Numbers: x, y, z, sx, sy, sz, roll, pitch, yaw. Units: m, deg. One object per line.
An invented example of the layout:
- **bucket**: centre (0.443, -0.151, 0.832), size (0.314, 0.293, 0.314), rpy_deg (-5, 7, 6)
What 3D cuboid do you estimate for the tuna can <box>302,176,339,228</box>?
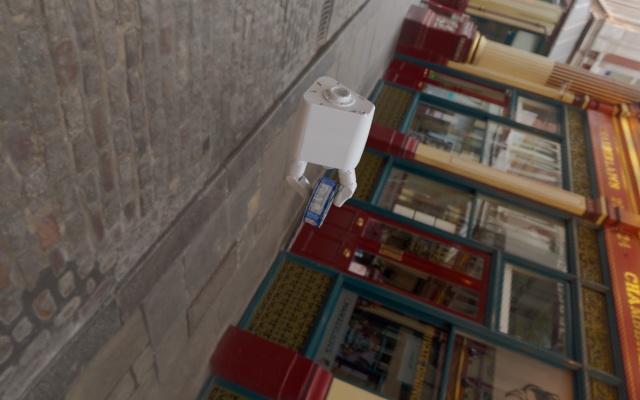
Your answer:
- **tuna can**: centre (0.001, 0.003, 0.821), size (0.034, 0.086, 0.086), rpy_deg (24, 2, 4)
